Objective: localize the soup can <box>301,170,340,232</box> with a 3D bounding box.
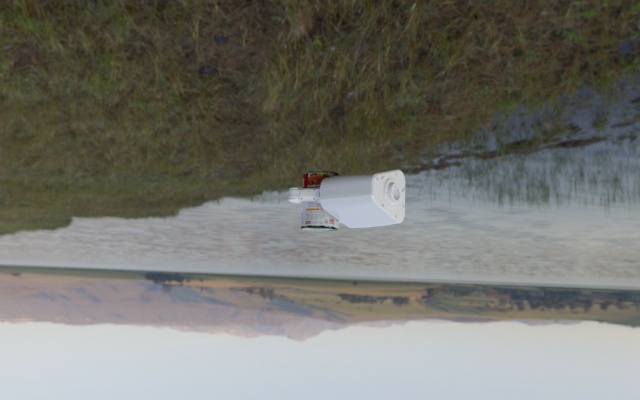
[{"bbox_3d":[0.000,0.003,0.861,0.068,0.102,0.068,2,-9,0],"label":"soup can"}]
